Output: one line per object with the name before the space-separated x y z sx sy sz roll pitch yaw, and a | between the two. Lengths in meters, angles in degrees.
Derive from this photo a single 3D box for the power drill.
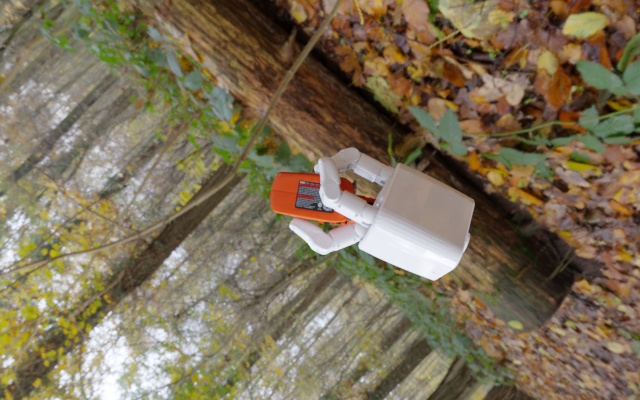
power drill | 0.000 0.002 0.671 0.184 0.057 0.187 6 -4 18
